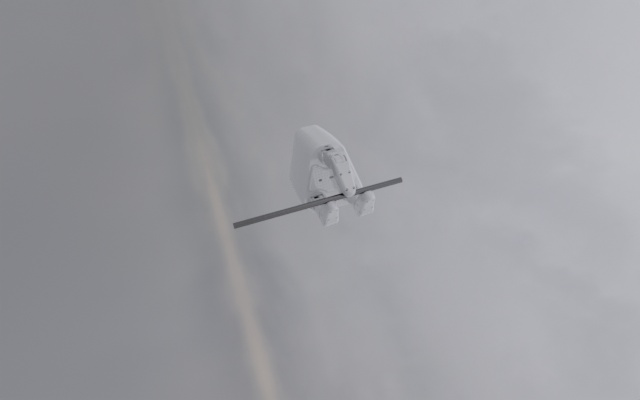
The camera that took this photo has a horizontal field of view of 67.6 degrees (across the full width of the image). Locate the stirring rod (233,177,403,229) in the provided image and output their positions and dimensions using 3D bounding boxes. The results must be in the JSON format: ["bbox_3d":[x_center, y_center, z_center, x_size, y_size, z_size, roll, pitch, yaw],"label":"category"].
[{"bbox_3d":[0.000,0.002,0.647,0.239,0.011,0.011,-15,3,-12],"label":"stirring rod"}]
